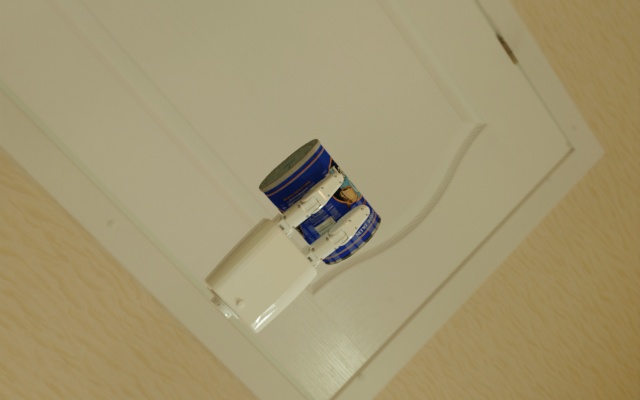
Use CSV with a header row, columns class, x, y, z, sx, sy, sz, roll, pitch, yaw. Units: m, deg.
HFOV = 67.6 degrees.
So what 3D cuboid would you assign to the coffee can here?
class,x,y,z,sx,sy,sz,roll,pitch,yaw
coffee can,0.000,0.002,0.651,0.103,0.140,0.102,-37,14,11
